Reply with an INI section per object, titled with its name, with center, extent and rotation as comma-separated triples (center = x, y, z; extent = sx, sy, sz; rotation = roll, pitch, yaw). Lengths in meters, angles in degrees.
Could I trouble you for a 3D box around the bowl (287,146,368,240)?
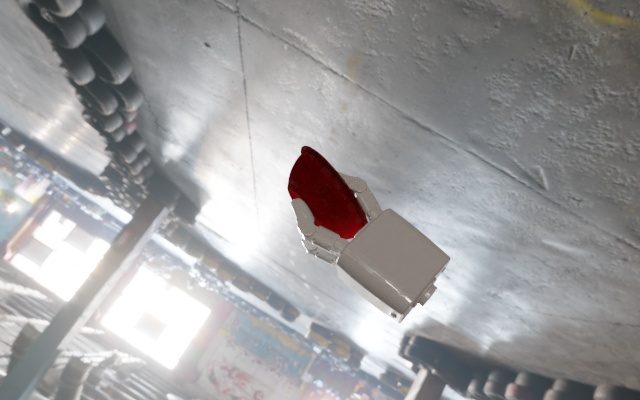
[bowl]
center = -0.001, 0.002, 0.689
extent = 0.055, 0.162, 0.162
rotation = -36, 8, -11
